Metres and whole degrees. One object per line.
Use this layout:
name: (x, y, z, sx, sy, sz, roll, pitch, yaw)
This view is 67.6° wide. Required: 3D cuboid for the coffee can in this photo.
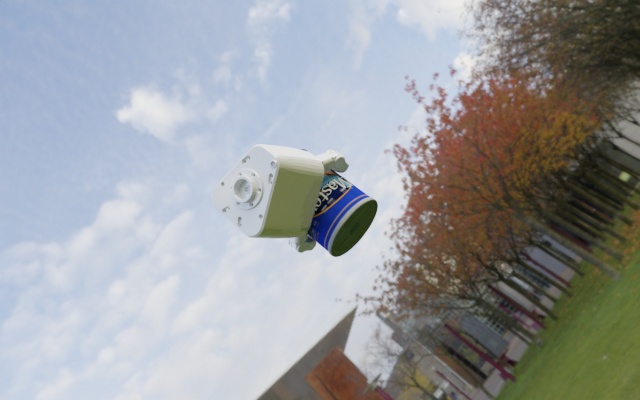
coffee can: (0.000, 0.002, 0.717, 0.140, 0.103, 0.103, 38, 18, 24)
